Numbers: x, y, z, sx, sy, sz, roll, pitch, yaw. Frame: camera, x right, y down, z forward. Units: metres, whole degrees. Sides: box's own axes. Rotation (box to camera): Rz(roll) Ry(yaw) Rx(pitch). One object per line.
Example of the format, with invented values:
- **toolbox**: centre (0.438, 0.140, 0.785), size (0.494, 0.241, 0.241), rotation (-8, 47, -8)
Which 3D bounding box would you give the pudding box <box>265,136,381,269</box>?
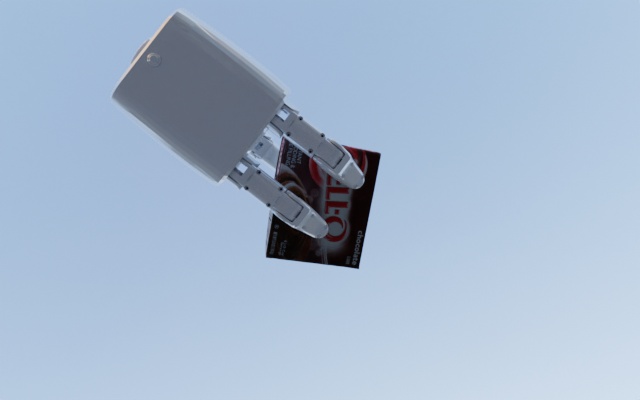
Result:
- **pudding box**: centre (0.000, 0.001, 0.444), size (0.090, 0.113, 0.039), rotation (9, 7, -13)
